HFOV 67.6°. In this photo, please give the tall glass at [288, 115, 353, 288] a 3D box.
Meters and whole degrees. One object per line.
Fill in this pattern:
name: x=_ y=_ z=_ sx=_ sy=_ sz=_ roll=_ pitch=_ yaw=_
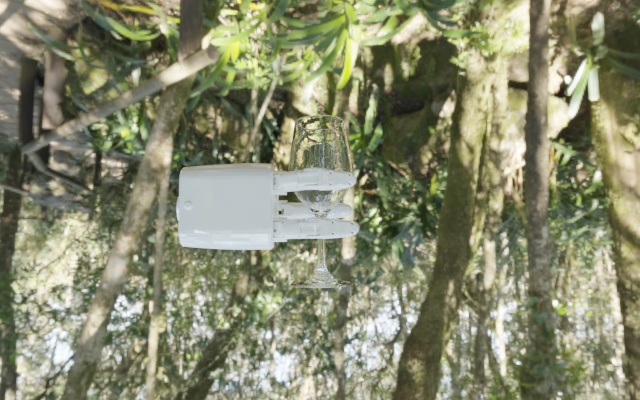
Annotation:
tall glass: x=0.000 y=0.003 z=0.580 sx=0.079 sy=0.201 sz=0.079 roll=-1 pitch=-5 yaw=0
